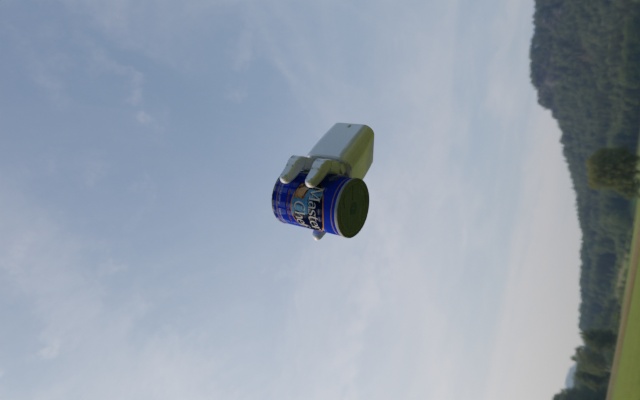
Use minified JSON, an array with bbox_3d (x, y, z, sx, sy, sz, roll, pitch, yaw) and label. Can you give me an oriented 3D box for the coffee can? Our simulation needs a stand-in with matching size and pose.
[{"bbox_3d":[0.000,0.003,0.837,0.140,0.103,0.103,11,6,34],"label":"coffee can"}]
